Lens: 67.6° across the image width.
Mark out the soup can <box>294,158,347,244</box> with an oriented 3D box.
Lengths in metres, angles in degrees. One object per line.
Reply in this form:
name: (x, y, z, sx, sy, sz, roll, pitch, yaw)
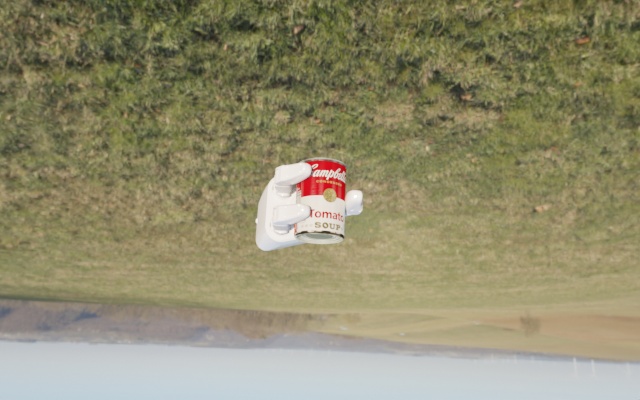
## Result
soup can: (0.000, 0.002, 0.640, 0.068, 0.102, 0.068, 2, -17, 1)
